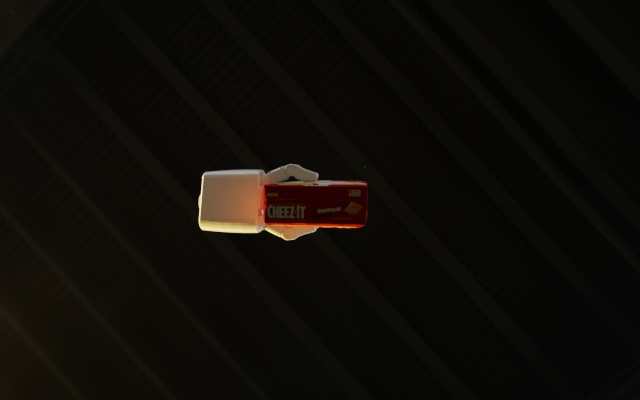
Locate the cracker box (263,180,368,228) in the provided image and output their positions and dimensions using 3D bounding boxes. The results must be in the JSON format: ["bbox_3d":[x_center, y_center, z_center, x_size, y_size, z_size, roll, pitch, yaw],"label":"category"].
[{"bbox_3d":[0.000,0.003,0.839,0.164,0.072,0.213,0,4,5],"label":"cracker box"}]
